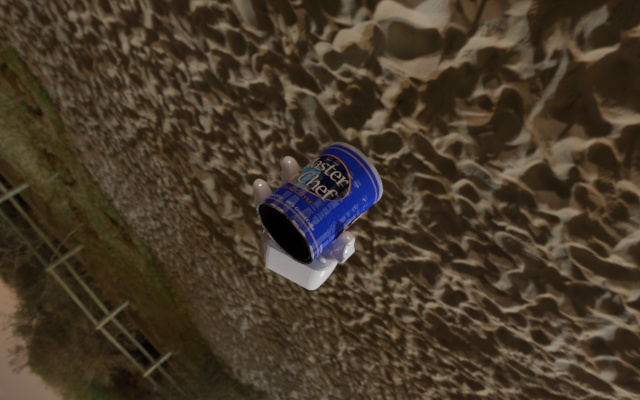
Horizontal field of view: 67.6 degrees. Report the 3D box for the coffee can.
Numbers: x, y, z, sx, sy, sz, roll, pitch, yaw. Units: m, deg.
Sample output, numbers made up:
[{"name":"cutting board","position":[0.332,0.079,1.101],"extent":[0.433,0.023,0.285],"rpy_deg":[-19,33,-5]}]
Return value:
[{"name":"coffee can","position":[0.000,0.002,0.640],"extent":[0.140,0.103,0.103],"rpy_deg":[-41,20,-25]}]
